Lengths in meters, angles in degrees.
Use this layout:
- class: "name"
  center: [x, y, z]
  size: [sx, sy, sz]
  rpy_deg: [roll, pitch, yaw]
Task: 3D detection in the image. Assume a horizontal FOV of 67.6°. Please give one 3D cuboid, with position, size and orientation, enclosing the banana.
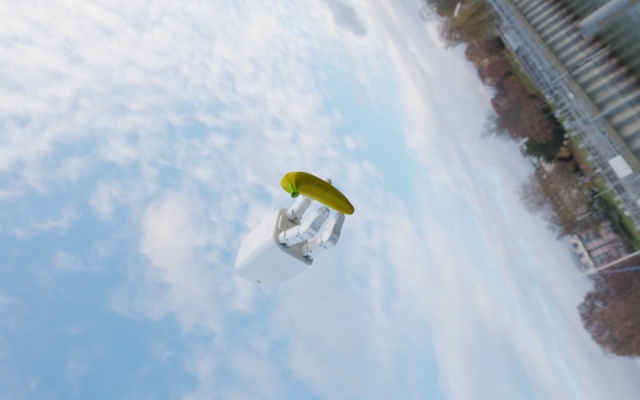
- class: "banana"
  center: [-0.010, -0.013, 0.784]
  size: [0.037, 0.069, 0.198]
  rpy_deg: [-39, -26, 21]
